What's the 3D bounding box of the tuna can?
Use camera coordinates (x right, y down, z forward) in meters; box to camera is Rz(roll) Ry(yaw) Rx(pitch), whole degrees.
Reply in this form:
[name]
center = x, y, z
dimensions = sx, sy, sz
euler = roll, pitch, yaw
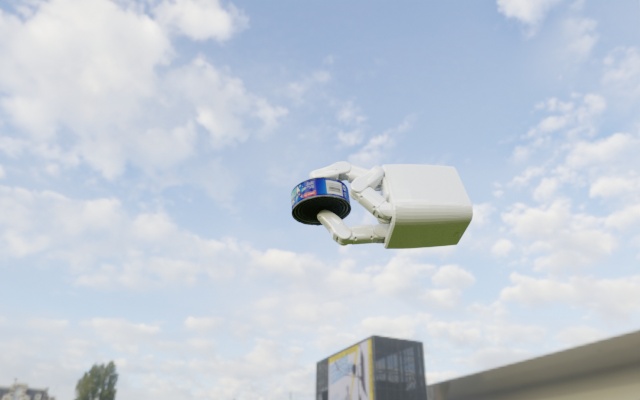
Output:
[tuna can]
center = 0.000, 0.002, 0.688
dimensions = 0.086, 0.033, 0.086
euler = -4, -30, -3
